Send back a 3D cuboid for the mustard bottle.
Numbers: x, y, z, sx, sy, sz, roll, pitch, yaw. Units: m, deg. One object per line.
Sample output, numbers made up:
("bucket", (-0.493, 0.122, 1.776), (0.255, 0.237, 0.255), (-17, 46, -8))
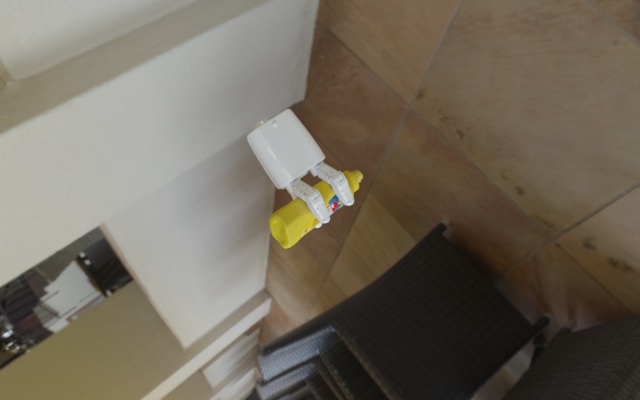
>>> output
("mustard bottle", (0.000, 0.003, 0.841), (0.191, 0.058, 0.096), (-36, -19, -23))
